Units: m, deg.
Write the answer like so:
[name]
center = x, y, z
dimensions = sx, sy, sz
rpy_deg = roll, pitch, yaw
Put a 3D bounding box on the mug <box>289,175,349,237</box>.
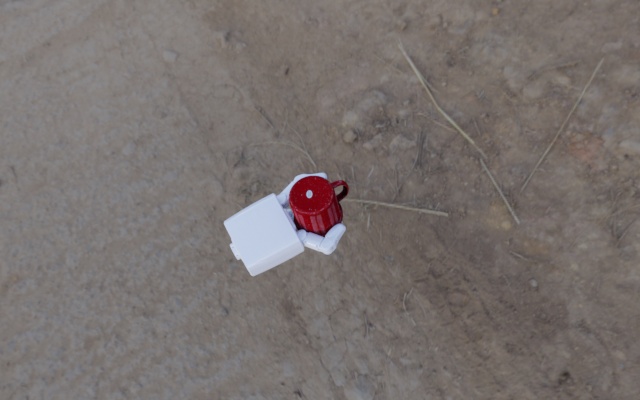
[mug]
center = 0.001, 0.002, 0.852
dimensions = 0.117, 0.093, 0.081
rpy_deg = -30, -30, -8
